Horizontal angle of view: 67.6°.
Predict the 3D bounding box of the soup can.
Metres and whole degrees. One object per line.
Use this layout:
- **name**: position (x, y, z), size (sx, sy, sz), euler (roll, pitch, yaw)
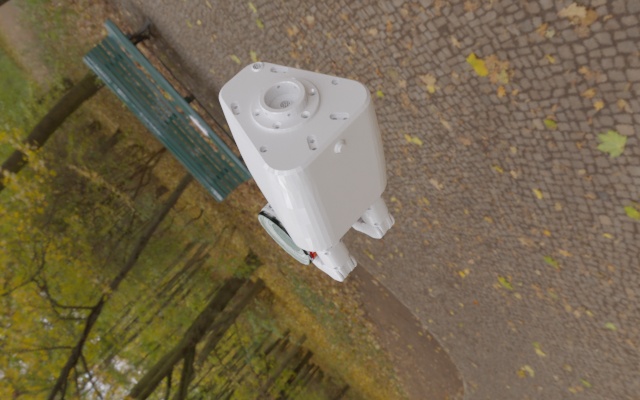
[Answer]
- **soup can**: position (0.000, 0.002, 0.448), size (0.102, 0.068, 0.068), euler (-46, 16, -17)
